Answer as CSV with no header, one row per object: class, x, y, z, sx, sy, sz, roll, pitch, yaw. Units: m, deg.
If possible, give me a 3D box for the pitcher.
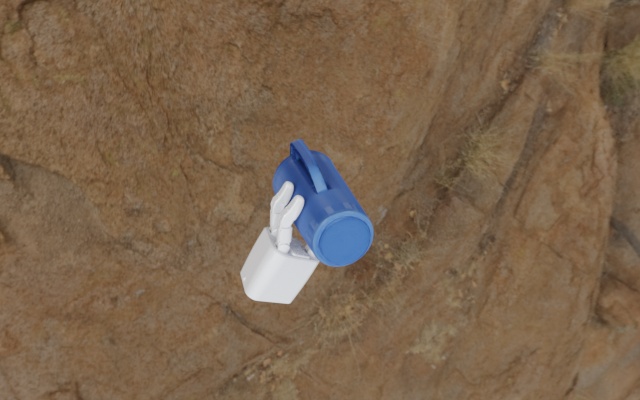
pitcher,0.000,0.003,0.865,0.149,0.145,0.242,24,17,-29
